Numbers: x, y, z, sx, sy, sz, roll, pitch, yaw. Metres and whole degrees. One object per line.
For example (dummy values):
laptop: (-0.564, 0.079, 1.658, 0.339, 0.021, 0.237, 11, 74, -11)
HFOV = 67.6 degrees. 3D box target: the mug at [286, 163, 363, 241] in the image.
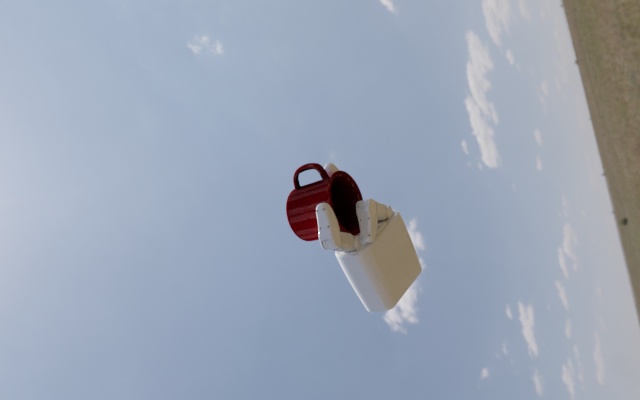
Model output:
mug: (-0.001, 0.001, 0.675, 0.081, 0.117, 0.093, -15, 22, 32)
